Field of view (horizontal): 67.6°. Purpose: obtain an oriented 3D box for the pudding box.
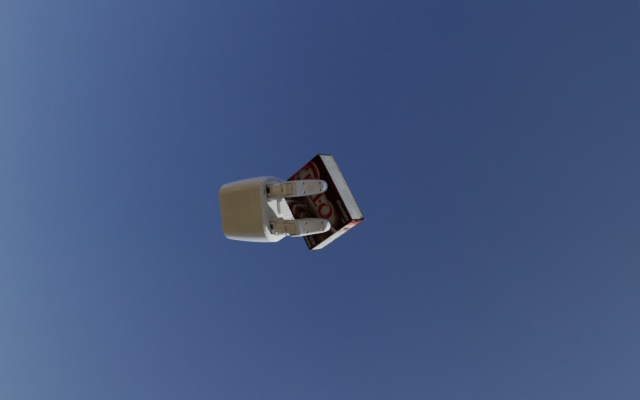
[{"bbox_3d":[0.000,0.002,0.692,0.090,0.113,0.039,-38,-18,34],"label":"pudding box"}]
